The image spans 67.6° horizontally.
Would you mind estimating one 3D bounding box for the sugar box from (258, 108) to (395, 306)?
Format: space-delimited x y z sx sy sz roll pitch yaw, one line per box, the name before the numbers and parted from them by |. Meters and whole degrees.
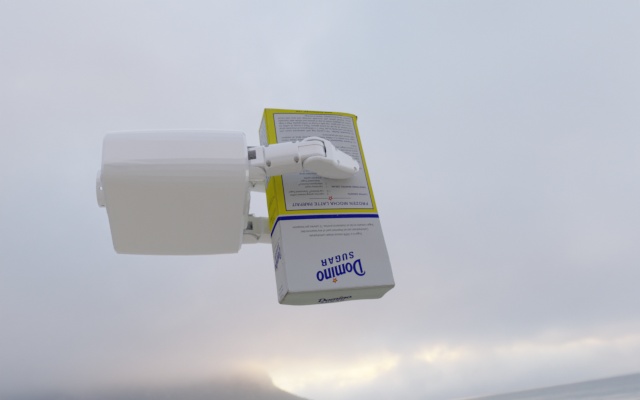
sugar box | 0.000 0.002 0.425 0.093 0.176 0.048 0 -26 -17
